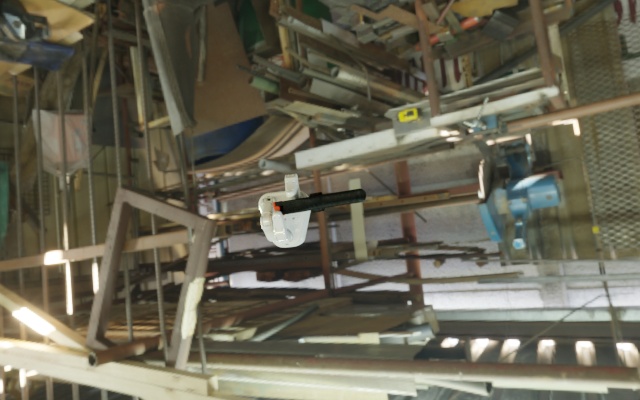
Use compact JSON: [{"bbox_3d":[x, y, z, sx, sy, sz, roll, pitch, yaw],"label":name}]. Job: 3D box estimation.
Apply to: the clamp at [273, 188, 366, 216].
[{"bbox_3d":[0.000,0.004,0.897,0.171,0.039,0.120,-7,-6,5],"label":"clamp"}]
